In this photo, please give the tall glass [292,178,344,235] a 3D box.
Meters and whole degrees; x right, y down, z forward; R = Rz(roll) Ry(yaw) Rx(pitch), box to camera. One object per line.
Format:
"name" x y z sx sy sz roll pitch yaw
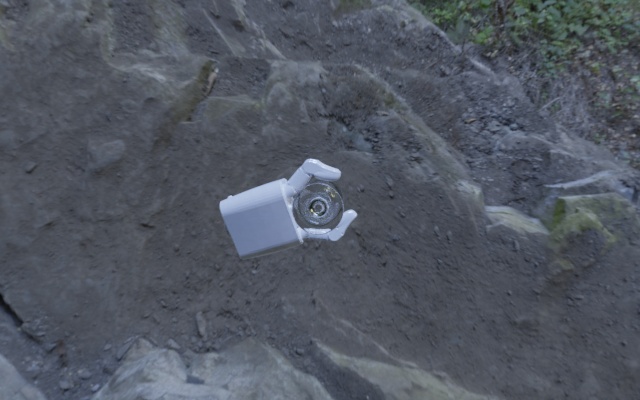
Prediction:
"tall glass" 0.000 0.003 0.778 0.079 0.079 0.201 0 6 3
